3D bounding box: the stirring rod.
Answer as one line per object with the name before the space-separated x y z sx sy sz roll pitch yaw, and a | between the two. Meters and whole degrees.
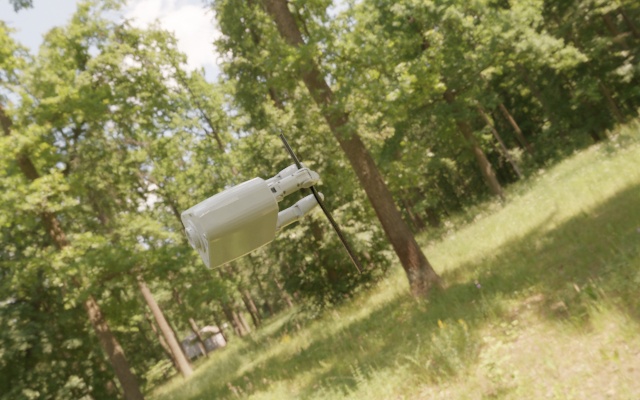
stirring rod | 0.000 0.002 0.712 0.011 0.239 0.011 -30 -8 -5
